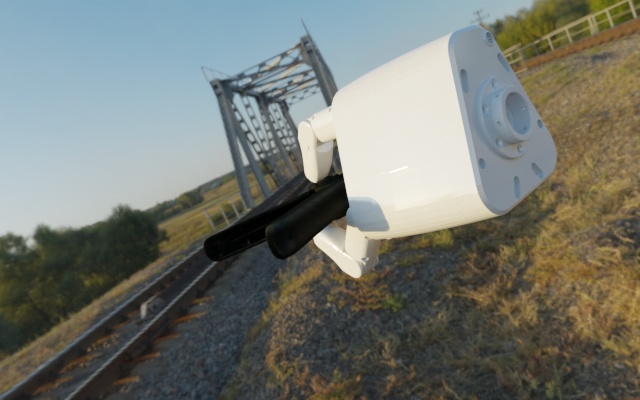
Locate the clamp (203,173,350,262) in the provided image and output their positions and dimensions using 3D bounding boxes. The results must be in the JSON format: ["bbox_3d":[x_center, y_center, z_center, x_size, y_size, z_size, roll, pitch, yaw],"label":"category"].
[{"bbox_3d":[0.000,0.000,0.424,0.210,0.036,0.164,-29,8,-36],"label":"clamp"}]
